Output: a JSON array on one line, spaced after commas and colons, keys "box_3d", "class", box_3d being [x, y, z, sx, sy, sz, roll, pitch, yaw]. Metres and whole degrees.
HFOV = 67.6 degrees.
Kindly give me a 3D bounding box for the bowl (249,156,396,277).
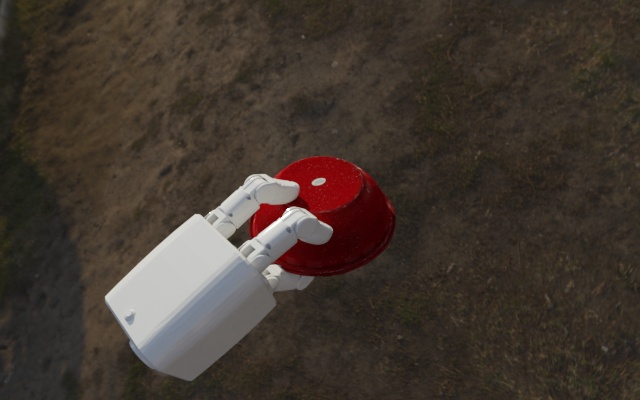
[{"box_3d": [0.001, 0.001, 0.509, 0.162, 0.055, 0.162, -3, 42, 2], "class": "bowl"}]
